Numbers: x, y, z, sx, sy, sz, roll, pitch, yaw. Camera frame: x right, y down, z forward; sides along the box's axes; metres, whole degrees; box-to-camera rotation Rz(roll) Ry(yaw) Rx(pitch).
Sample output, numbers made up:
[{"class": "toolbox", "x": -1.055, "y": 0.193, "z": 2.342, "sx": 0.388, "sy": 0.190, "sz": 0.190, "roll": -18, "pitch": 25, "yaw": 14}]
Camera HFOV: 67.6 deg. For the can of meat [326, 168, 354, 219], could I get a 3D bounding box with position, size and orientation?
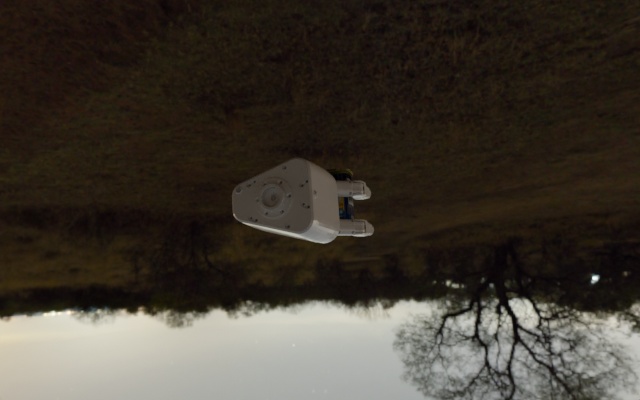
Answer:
[{"class": "can of meat", "x": 0.000, "y": 0.003, "z": 0.715, "sx": 0.102, "sy": 0.084, "sz": 0.057, "roll": -6, "pitch": -11, "yaw": 13}]
